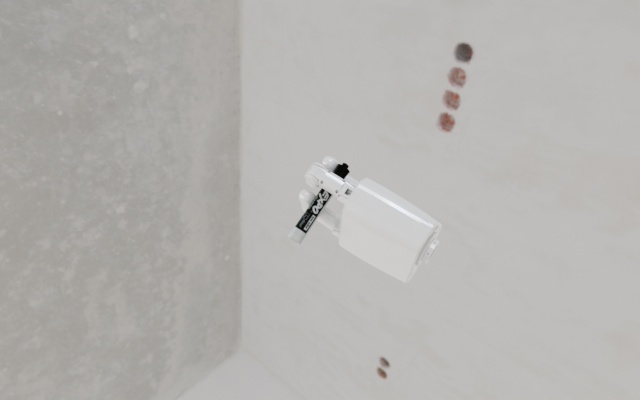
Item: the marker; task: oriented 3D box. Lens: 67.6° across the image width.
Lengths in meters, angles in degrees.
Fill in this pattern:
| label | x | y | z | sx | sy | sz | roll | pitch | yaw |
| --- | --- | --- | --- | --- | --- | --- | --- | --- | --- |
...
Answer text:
| label | x | y | z | sx | sy | sz | roll | pitch | yaw |
| --- | --- | --- | --- | --- | --- | --- | --- | --- | --- |
| marker | 0.000 | 0.002 | 0.613 | 0.020 | 0.121 | 0.020 | 33 | -11 | 7 |
